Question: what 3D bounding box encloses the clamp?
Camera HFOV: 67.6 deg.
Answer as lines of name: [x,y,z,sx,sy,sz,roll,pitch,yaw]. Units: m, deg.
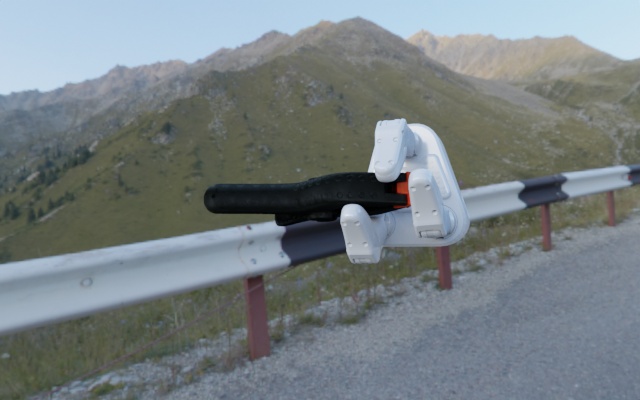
clamp: [0.000,0.001,0.419,0.171,0.039,0.120,-2,-5,20]
